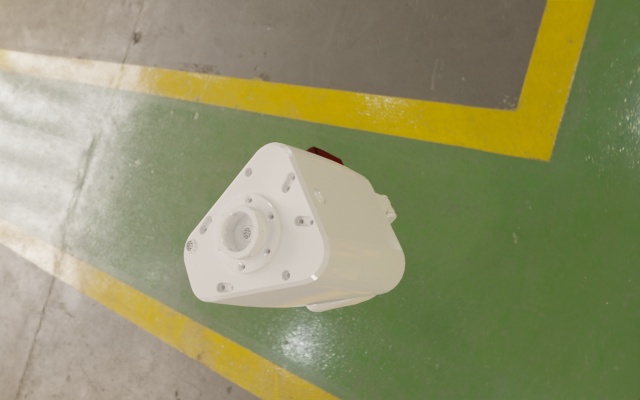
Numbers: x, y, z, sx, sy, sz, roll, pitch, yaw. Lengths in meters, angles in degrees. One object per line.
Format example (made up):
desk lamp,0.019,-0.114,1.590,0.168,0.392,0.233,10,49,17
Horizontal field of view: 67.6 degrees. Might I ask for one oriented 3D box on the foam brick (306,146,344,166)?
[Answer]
foam brick,0.000,0.001,0.422,0.053,0.078,0.051,-33,-25,23
